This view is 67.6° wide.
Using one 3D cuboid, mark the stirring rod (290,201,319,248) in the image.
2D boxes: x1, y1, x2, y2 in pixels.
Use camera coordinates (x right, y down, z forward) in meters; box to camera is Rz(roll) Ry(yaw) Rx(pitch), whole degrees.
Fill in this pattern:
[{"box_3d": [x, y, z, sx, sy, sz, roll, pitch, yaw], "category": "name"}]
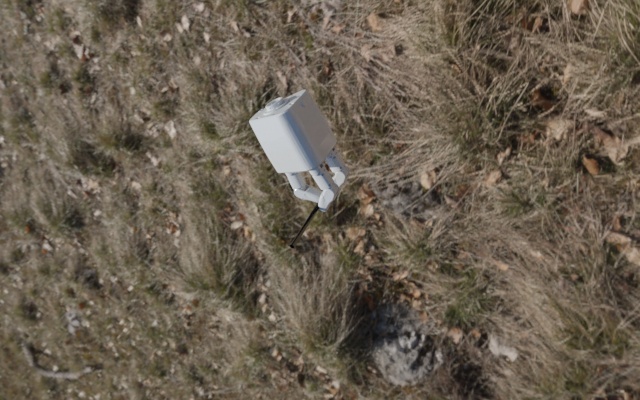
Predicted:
[{"box_3d": [0.000, 0.003, 0.847, 0.011, 0.011, 0.239, 0, 36, 28], "category": "stirring rod"}]
